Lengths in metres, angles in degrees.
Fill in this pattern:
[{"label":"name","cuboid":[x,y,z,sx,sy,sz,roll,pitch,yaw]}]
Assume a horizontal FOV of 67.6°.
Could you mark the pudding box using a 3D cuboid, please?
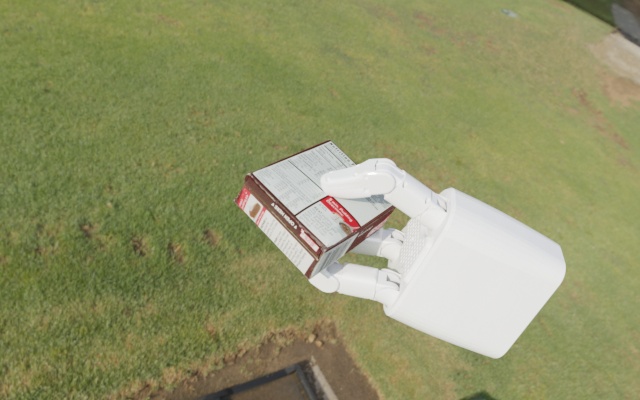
[{"label":"pudding box","cuboid":[0.000,0.001,0.400,0.090,0.039,0.113,44,39,16]}]
